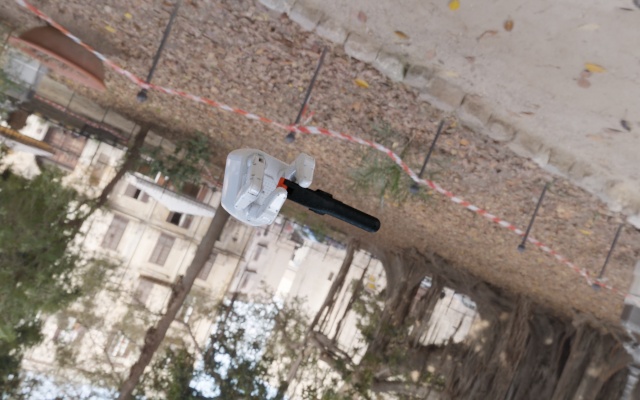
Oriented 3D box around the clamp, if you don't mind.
[{"bbox_3d":[0.000,0.003,0.742,0.171,0.039,0.120,25,-5,-26],"label":"clamp"}]
